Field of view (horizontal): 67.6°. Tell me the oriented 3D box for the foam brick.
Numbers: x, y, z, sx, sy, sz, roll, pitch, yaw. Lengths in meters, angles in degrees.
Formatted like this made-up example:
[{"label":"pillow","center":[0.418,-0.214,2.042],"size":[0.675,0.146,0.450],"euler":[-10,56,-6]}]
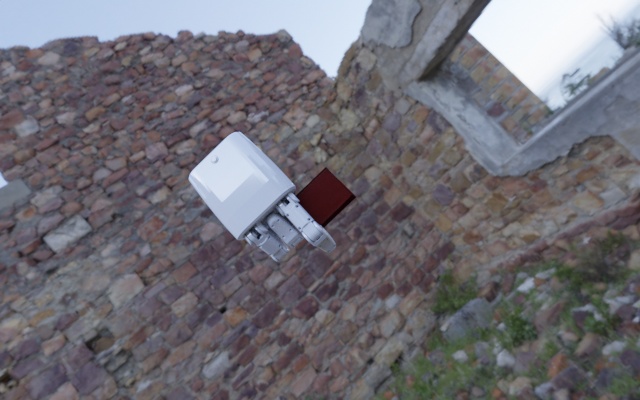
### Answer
[{"label":"foam brick","center":[0.000,0.002,0.627],"size":[0.078,0.051,0.053],"euler":[-43,-9,3]}]
